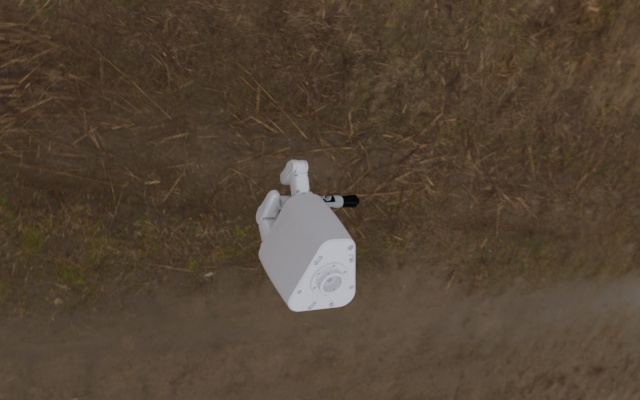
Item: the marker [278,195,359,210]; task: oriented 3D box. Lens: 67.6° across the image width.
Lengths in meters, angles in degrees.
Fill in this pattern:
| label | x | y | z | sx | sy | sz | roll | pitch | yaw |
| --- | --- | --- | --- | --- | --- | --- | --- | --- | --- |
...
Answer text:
| label | x | y | z | sx | sy | sz | roll | pitch | yaw |
| --- | --- | --- | --- | --- | --- | --- | --- | --- | --- |
| marker | 0.000 | 0.002 | 0.660 | 0.121 | 0.020 | 0.020 | -1 | 0 | -27 |
